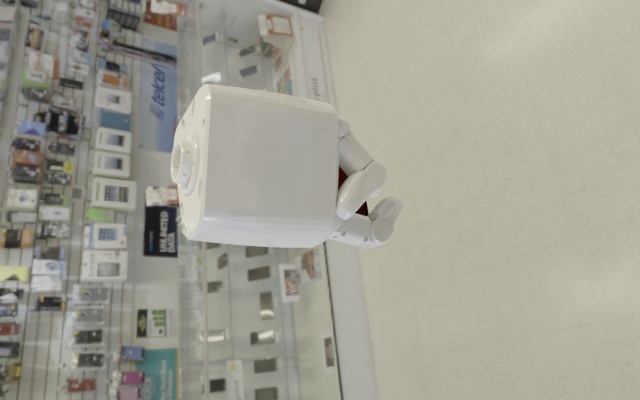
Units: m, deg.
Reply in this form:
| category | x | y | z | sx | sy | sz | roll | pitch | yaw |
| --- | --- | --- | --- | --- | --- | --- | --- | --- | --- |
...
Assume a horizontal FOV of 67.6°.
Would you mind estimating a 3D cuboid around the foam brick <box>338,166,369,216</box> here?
| category | x | y | z | sx | sy | sz | roll | pitch | yaw |
| --- | --- | --- | --- | --- | --- | --- | --- | --- | --- |
| foam brick | 0.000 | 0.002 | 0.452 | 0.051 | 0.053 | 0.078 | 3 | -21 | -31 |
